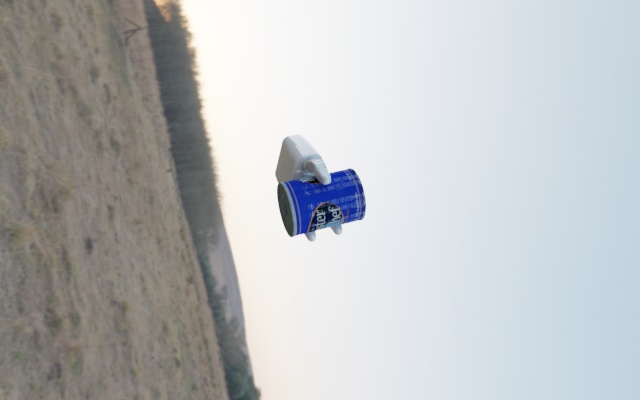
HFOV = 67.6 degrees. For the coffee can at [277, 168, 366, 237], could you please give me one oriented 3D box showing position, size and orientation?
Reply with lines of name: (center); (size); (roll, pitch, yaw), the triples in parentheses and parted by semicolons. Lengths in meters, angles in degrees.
coffee can: (0.000, 0.003, 0.887); (0.140, 0.103, 0.103); (-13, 3, -16)
